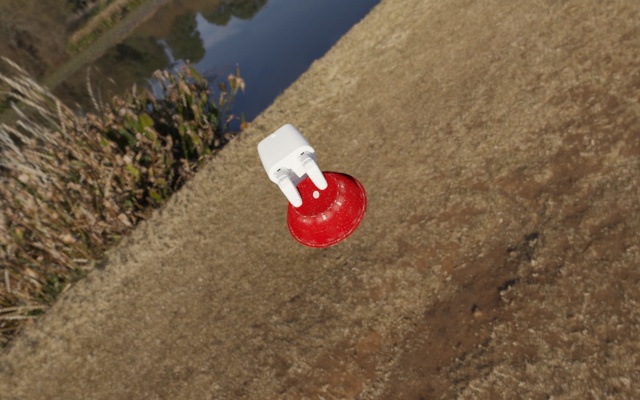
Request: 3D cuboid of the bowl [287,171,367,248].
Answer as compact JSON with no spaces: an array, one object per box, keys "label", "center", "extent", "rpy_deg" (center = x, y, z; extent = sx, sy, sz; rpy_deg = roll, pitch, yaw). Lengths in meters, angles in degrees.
[{"label":"bowl","center":[0.001,0.003,0.867],"extent":[0.162,0.162,0.055],"rpy_deg":[0,-30,27]}]
